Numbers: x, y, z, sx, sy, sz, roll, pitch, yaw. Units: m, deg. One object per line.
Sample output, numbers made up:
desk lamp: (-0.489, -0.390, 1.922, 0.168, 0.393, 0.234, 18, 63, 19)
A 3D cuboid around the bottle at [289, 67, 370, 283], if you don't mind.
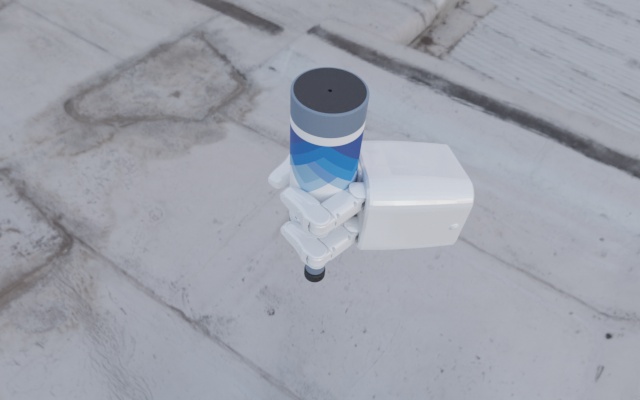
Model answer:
bottle: (0.000, 0.001, 0.511, 0.069, 0.069, 0.296, 0, -40, -4)
